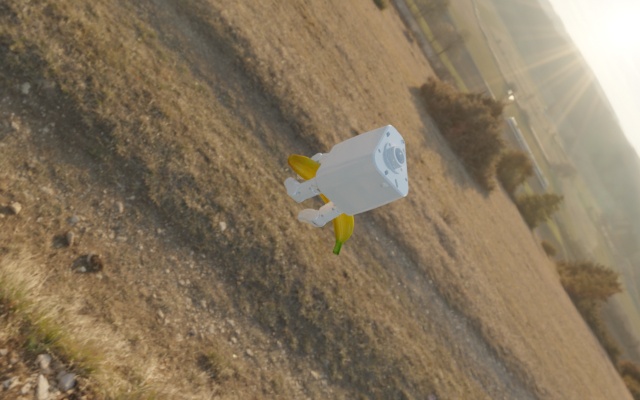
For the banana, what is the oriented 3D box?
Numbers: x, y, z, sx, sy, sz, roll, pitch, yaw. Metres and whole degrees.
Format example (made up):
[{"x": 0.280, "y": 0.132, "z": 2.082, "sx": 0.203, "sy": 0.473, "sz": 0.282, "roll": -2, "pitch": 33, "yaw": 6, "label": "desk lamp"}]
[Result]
[{"x": 0.011, "y": -0.005, "z": 0.816, "sx": 0.037, "sy": 0.198, "sz": 0.069, "roll": -9, "pitch": 27, "yaw": 42, "label": "banana"}]
